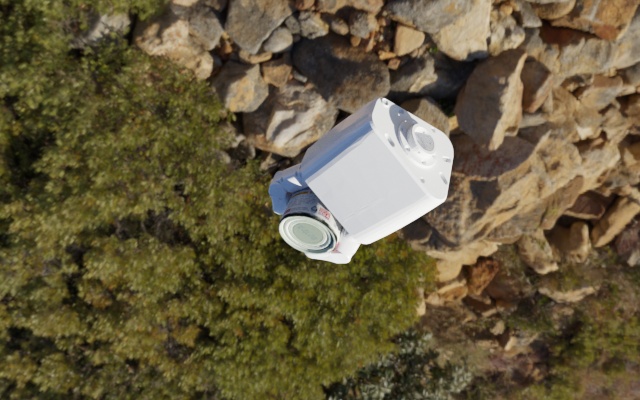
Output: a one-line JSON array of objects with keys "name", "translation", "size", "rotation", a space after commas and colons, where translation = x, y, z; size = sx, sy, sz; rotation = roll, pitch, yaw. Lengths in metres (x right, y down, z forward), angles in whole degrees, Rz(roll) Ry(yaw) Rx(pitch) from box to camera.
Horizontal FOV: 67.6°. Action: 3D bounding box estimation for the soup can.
[{"name": "soup can", "translation": [0.000, 0.002, 0.545], "size": [0.068, 0.102, 0.069], "rotation": [13, -40, 11]}]
